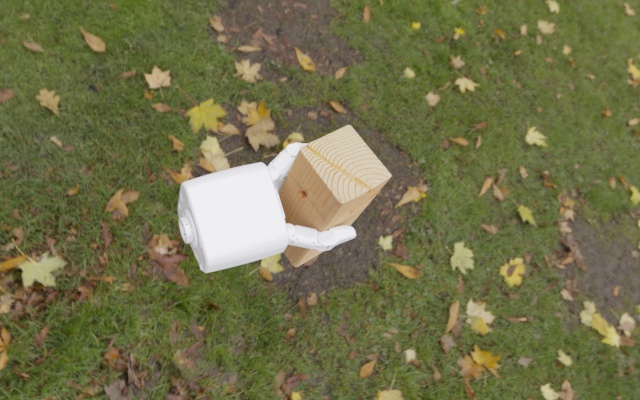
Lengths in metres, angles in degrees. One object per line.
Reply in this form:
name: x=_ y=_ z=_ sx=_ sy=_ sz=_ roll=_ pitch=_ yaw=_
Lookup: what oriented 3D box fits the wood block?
wood block: x=0.000 y=0.003 z=0.670 sx=0.090 sy=0.091 sz=0.206 roll=-29 pitch=-15 yaw=-31
